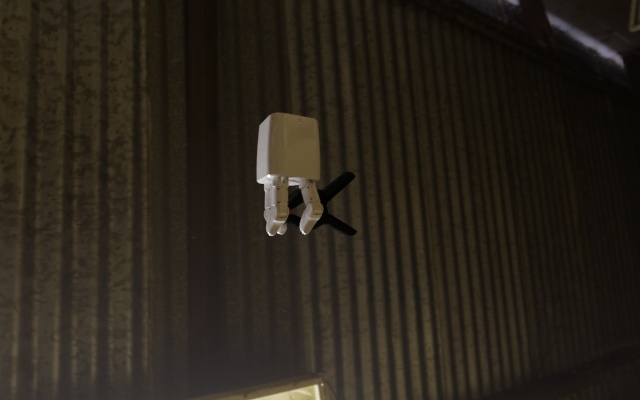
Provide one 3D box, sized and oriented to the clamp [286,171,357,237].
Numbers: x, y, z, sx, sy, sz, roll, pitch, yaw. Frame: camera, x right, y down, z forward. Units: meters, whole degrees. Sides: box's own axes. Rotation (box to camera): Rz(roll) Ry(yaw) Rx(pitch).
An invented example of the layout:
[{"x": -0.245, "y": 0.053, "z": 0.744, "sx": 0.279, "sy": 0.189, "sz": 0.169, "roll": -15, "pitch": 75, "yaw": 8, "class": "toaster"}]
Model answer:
[{"x": 0.000, "y": 0.003, "z": 0.851, "sx": 0.171, "sy": 0.120, "sz": 0.039, "roll": 5, "pitch": -5, "yaw": -37, "class": "clamp"}]
